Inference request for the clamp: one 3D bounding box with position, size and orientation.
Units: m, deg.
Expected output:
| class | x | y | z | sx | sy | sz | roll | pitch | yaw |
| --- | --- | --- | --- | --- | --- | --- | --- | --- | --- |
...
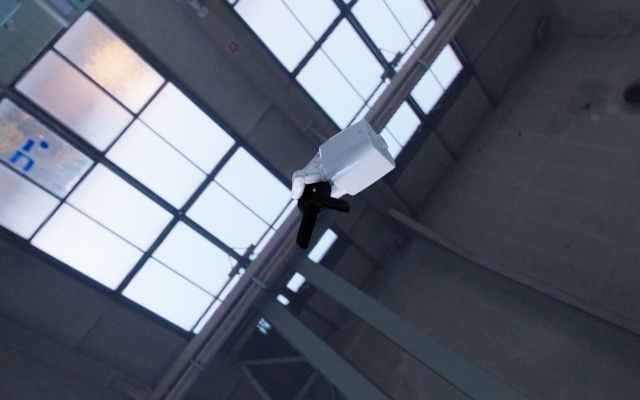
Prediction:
| class | x | y | z | sx | sy | sz | roll | pitch | yaw |
| --- | --- | --- | --- | --- | --- | --- | --- | --- | --- |
| clamp | 0.000 | 0.003 | 0.889 | 0.120 | 0.171 | 0.039 | -31 | -54 | 20 |
